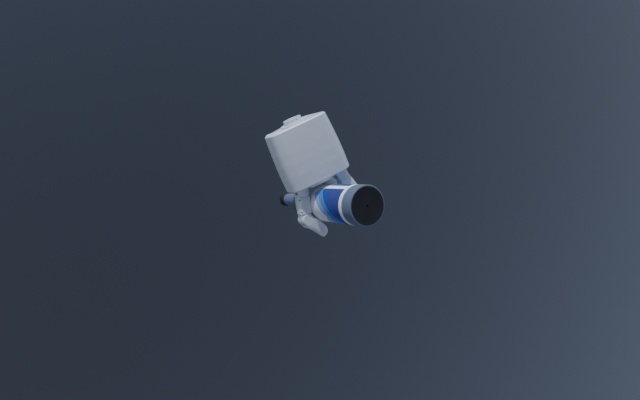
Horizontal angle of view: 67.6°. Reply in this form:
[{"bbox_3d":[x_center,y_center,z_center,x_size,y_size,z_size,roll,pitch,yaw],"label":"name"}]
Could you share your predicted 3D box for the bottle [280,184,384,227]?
[{"bbox_3d":[0.000,0.003,0.868,0.069,0.069,0.295,0,2,-30],"label":"bottle"}]
